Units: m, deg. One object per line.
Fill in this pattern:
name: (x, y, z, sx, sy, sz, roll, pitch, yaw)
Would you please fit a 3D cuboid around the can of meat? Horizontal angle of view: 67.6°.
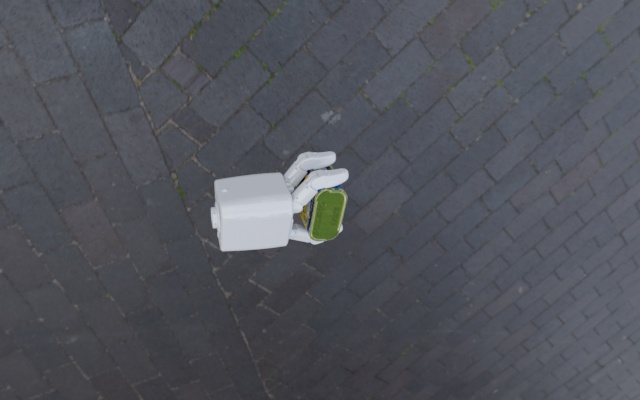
can of meat: (0.000, 0.003, 0.764, 0.057, 0.102, 0.084, -1, 33, -18)
